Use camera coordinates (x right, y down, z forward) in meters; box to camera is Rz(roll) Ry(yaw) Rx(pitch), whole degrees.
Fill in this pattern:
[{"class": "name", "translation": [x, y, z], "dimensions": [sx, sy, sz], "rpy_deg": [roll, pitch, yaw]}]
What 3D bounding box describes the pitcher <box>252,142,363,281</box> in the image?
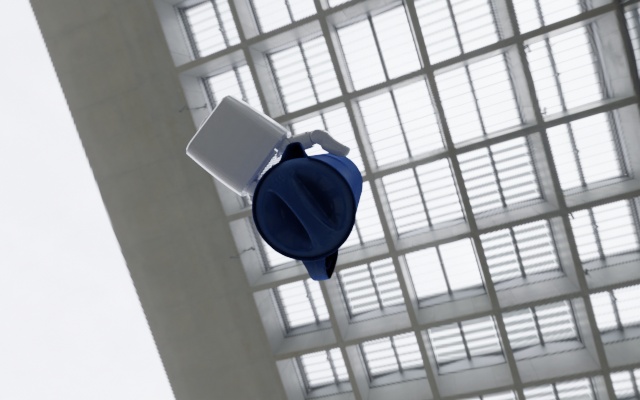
[{"class": "pitcher", "translation": [0.000, 0.002, 0.704], "dimensions": [0.145, 0.149, 0.243], "rpy_deg": [34, 14, 3]}]
